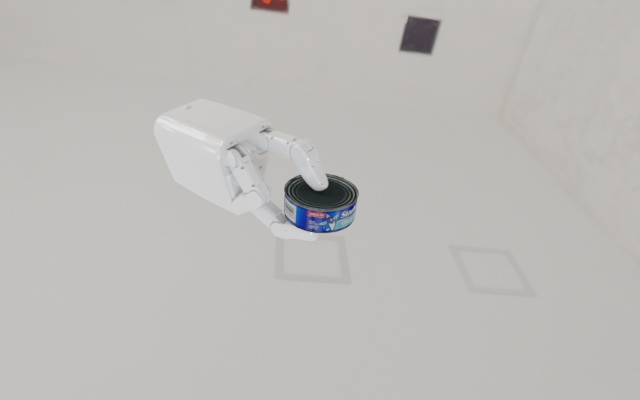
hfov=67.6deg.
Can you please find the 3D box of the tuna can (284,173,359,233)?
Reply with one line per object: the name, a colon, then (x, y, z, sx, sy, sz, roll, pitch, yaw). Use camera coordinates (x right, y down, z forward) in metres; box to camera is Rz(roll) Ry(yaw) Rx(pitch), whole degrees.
tuna can: (0.000, 0.002, 0.554, 0.086, 0.034, 0.086, 4, 30, -2)
